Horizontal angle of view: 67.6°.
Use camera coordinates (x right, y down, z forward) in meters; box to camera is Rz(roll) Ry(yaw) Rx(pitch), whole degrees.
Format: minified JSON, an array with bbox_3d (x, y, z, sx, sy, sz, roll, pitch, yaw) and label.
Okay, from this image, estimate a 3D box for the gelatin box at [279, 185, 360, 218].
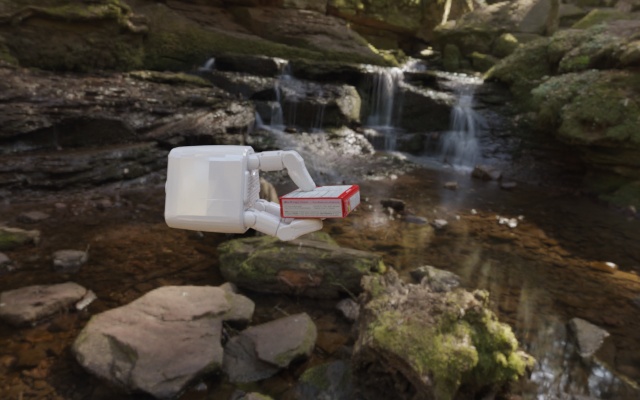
[{"bbox_3d":[0.000,0.002,0.629,0.089,0.030,0.073,-1,12,21],"label":"gelatin box"}]
